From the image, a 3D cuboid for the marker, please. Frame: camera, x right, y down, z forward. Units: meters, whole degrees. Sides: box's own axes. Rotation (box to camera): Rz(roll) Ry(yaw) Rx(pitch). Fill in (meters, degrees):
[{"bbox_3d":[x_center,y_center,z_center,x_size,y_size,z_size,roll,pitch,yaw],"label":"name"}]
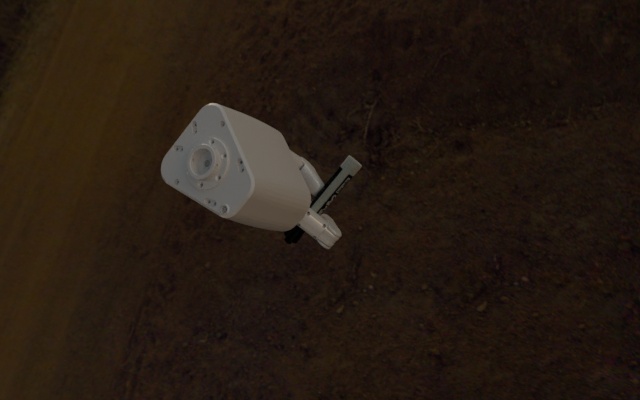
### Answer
[{"bbox_3d":[0.000,0.002,0.532,0.020,0.121,0.020,39,11,-9],"label":"marker"}]
